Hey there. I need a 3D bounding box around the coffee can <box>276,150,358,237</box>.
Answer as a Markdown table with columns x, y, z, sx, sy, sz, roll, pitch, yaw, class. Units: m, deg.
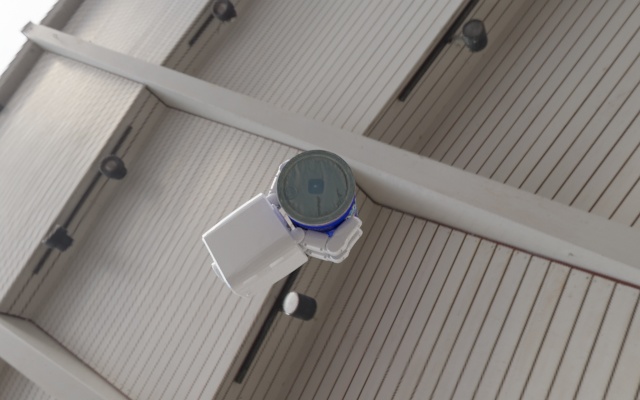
| x | y | z | sx | sy | sz | roll | pitch | yaw | class |
| --- | --- | --- | --- | --- | --- | --- | --- | --- | --- |
| 0.000 | 0.002 | 0.678 | 0.103 | 0.102 | 0.140 | 0 | -18 | 6 | coffee can |
